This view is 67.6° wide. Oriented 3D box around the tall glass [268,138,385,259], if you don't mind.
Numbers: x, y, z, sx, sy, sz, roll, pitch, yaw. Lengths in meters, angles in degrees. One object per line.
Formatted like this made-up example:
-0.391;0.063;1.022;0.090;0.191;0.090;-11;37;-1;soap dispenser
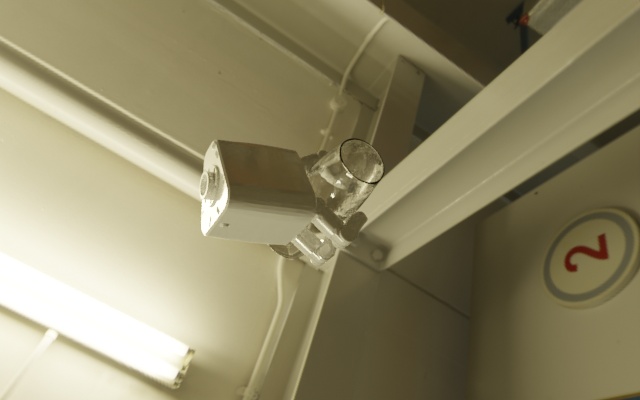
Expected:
0.000;0.002;0.617;0.079;0.079;0.201;0;-29;-34;tall glass
